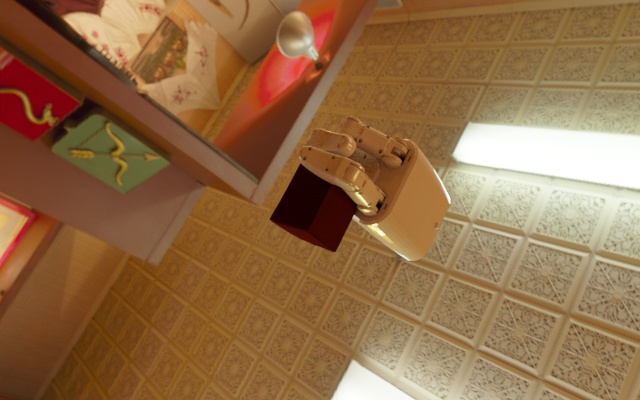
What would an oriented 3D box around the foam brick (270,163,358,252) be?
[{"bbox_3d":[0.000,0.002,0.461,0.053,0.078,0.051,17,-17,41],"label":"foam brick"}]
